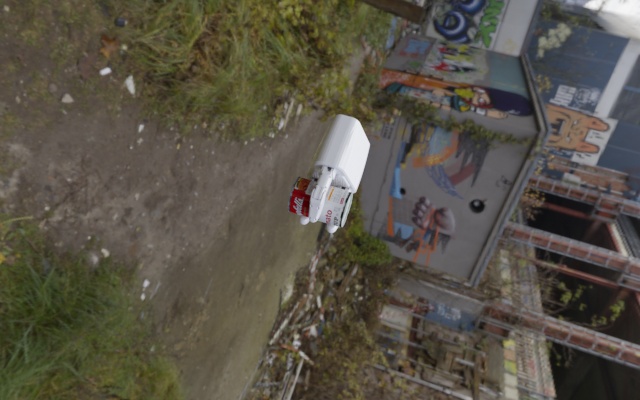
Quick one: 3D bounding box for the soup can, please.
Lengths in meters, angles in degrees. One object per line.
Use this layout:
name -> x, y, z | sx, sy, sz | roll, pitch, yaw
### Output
soup can -> 0.000, 0.003, 0.864 | 0.102, 0.068, 0.068 | 17, 3, 10
